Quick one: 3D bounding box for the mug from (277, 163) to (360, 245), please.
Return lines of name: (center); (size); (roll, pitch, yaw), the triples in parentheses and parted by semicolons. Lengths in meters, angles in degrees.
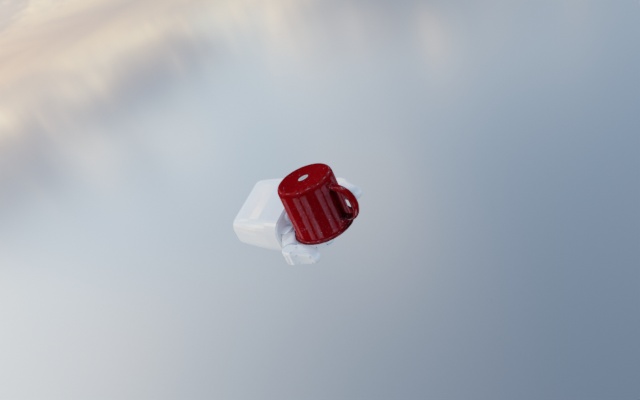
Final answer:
mug: (0.001, 0.002, 0.655); (0.117, 0.081, 0.093); (3, 38, 41)
